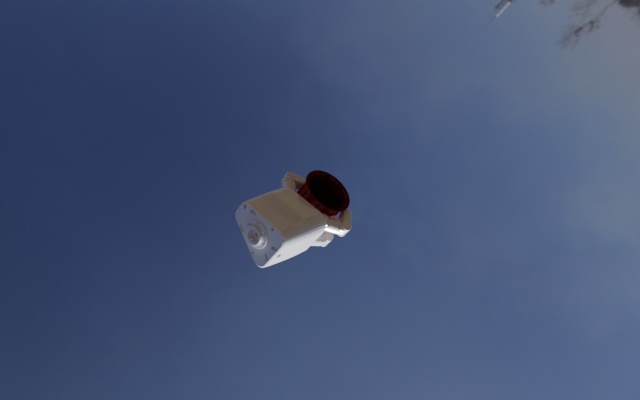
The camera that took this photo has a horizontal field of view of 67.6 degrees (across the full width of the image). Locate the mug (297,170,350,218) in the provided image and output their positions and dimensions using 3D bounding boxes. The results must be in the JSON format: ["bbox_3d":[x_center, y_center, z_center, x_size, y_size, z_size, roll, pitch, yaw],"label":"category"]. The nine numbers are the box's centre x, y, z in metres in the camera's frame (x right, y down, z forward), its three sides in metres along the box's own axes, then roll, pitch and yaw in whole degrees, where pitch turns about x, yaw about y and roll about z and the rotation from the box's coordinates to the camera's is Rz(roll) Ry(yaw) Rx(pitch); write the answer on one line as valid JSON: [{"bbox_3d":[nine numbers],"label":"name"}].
[{"bbox_3d":[0.001,0.003,0.883,0.117,0.093,0.081,-20,-22,-49],"label":"mug"}]
